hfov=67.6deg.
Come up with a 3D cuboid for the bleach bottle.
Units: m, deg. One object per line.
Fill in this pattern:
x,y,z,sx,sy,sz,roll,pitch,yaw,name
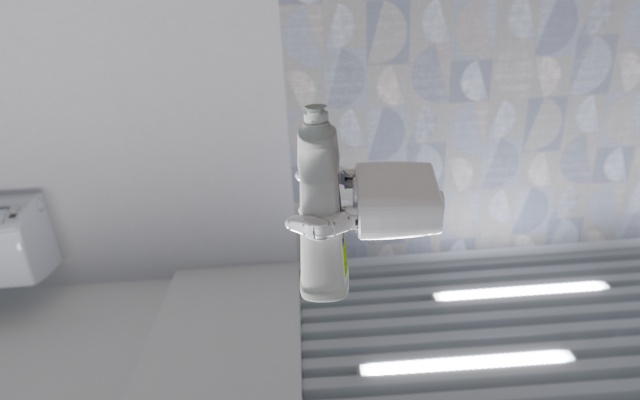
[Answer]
0.000,0.002,0.630,0.068,0.251,0.102,-2,24,2,bleach bottle
